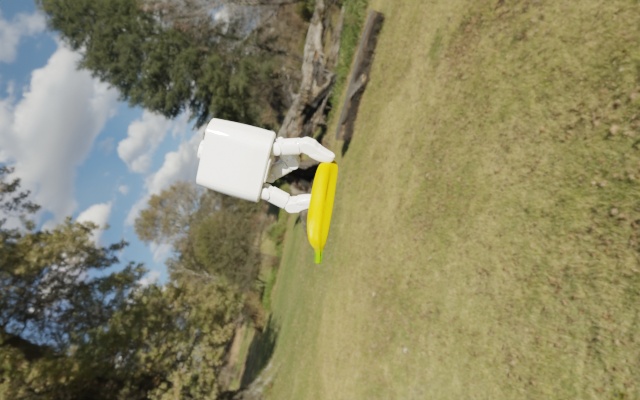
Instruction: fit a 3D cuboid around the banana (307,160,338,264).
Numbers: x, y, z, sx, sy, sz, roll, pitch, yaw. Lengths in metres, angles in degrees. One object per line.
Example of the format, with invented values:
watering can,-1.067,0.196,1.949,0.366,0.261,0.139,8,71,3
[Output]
banana,0.002,-0.004,0.750,0.037,0.197,0.070,11,-32,-3
